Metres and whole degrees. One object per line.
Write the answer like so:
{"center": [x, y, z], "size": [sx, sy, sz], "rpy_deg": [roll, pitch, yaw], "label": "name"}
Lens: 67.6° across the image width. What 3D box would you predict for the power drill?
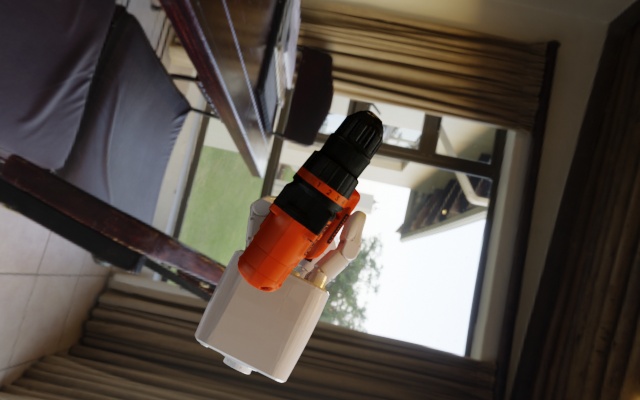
{"center": [0.000, 0.002, 0.489], "size": [0.057, 0.184, 0.187], "rpy_deg": [38, 2, 8], "label": "power drill"}
